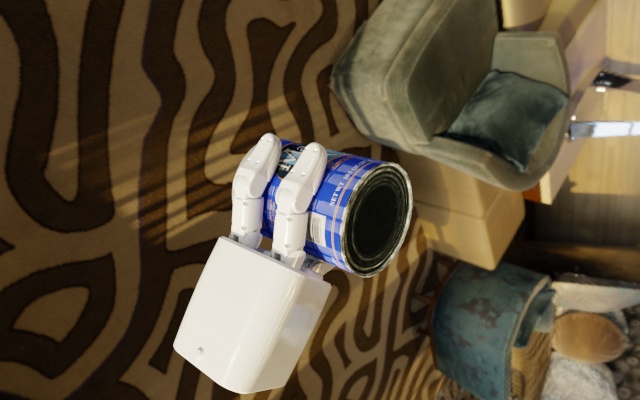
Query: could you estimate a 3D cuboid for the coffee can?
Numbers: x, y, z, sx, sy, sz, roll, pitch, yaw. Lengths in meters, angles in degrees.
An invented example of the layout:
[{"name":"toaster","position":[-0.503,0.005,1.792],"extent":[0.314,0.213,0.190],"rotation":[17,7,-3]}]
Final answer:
[{"name":"coffee can","position":[0.000,0.001,0.453],"extent":[0.140,0.103,0.103],"rotation":[17,11,39]}]
